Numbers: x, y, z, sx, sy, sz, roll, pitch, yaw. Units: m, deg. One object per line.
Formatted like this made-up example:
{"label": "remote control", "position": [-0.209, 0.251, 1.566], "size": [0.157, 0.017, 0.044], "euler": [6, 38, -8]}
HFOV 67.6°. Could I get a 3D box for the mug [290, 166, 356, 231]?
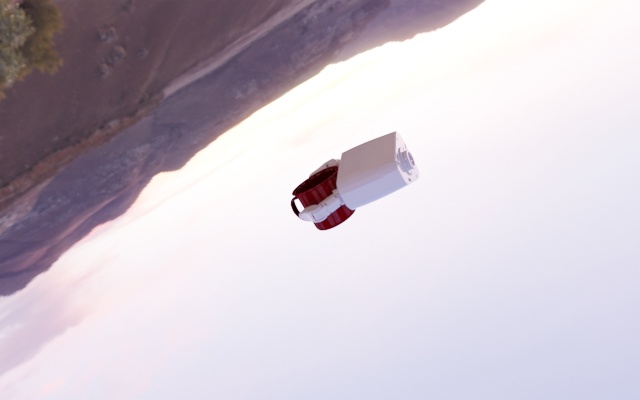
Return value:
{"label": "mug", "position": [-0.001, 0.003, 0.833], "size": [0.117, 0.081, 0.093], "euler": [-23, 17, 28]}
